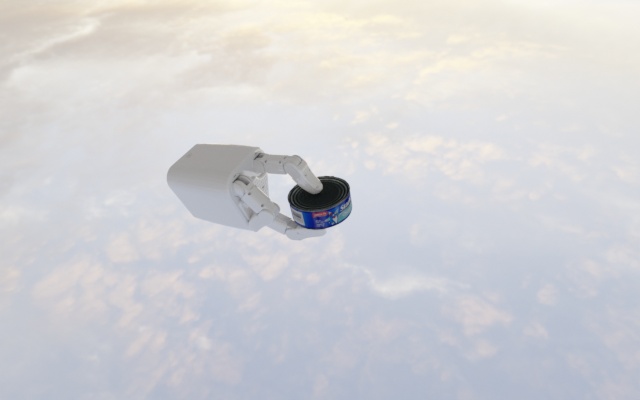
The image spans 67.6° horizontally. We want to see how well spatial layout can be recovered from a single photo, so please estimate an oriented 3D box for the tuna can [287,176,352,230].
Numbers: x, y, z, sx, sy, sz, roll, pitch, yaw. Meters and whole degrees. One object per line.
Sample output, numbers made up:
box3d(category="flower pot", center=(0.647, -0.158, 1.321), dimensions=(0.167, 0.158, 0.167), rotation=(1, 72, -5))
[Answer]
box3d(category="tuna can", center=(0.000, 0.003, 0.650), dimensions=(0.086, 0.034, 0.086), rotation=(-8, 33, 5))
